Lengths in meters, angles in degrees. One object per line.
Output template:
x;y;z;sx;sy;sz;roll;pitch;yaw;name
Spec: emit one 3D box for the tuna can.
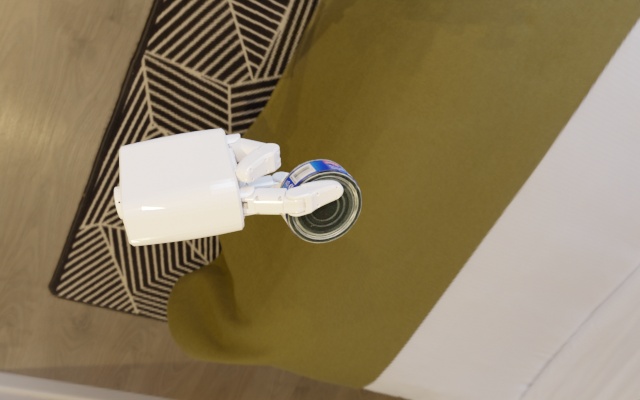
0.000;0.002;0.507;0.086;0.086;0.033;0;25;-22;tuna can
